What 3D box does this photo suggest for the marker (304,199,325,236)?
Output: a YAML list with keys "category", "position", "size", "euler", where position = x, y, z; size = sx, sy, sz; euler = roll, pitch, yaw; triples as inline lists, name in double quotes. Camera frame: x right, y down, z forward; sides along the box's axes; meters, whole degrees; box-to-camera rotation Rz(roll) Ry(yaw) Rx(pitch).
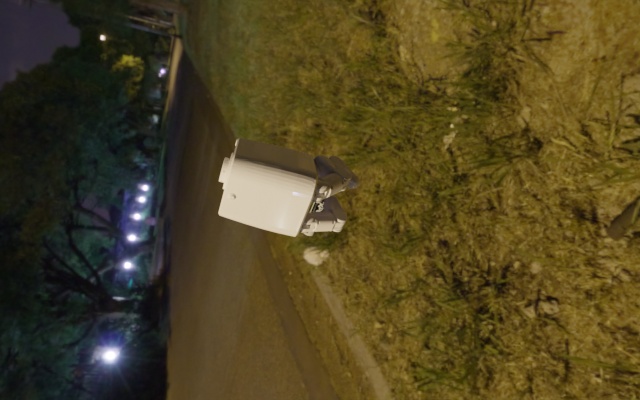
- category: "marker"
  position: [0.000, 0.002, 0.691]
  size: [0.020, 0.121, 0.020]
  euler: [15, 37, -11]
